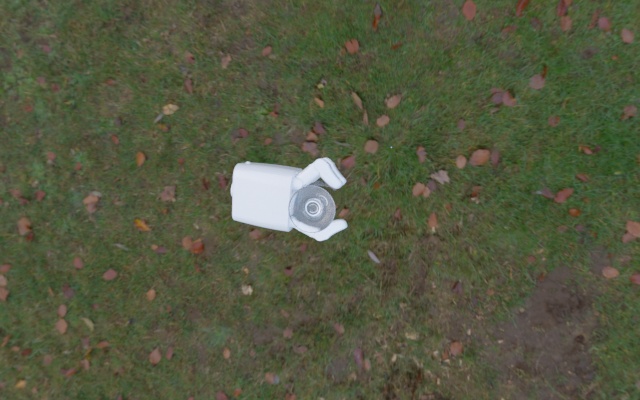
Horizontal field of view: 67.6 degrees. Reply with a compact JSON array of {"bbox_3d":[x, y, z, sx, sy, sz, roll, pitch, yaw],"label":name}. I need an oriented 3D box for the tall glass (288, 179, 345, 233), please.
[{"bbox_3d":[0.000,0.003,0.837,0.079,0.079,0.201,0,6,9],"label":"tall glass"}]
